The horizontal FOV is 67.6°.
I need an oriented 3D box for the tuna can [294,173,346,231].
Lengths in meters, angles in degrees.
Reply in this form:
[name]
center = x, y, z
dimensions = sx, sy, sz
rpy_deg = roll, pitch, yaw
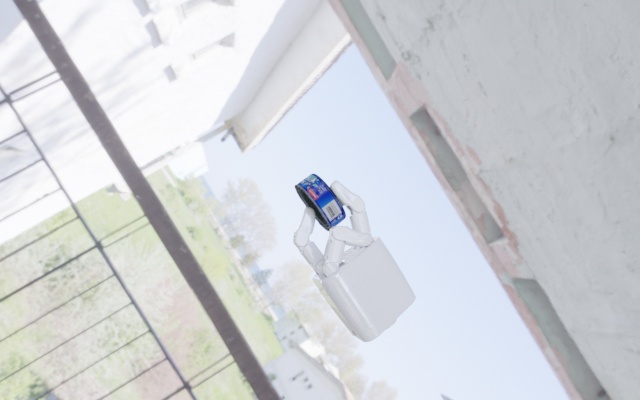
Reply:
[tuna can]
center = 0.001, 0.002, 0.709
dimensions = 0.034, 0.086, 0.086
rpy_deg = -37, 7, -10
